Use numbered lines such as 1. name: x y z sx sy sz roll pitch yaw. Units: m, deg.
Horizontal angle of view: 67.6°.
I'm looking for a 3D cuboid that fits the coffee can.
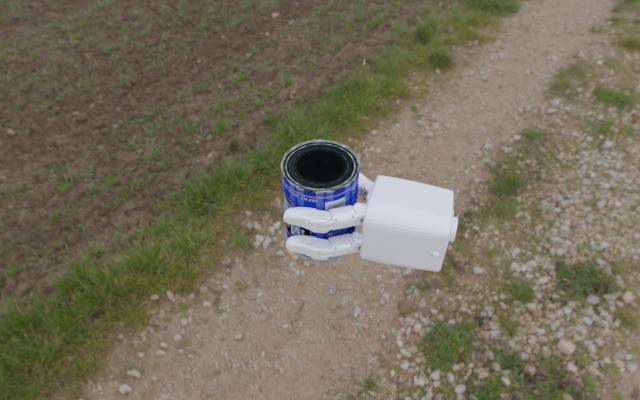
1. coffee can: 0.000 0.002 0.661 0.103 0.102 0.140 0 -44 0
